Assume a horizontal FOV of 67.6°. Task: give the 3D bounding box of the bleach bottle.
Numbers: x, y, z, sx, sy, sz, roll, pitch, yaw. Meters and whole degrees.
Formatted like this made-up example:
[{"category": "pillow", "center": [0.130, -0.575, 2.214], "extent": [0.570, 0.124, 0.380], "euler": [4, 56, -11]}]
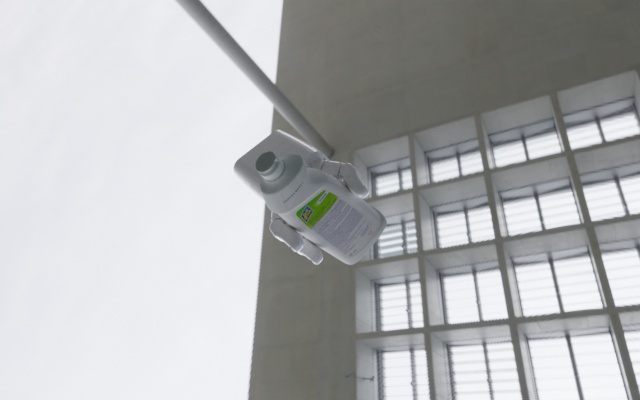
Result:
[{"category": "bleach bottle", "center": [0.000, 0.002, 0.659], "extent": [0.068, 0.102, 0.251], "euler": [36, -4, 40]}]
